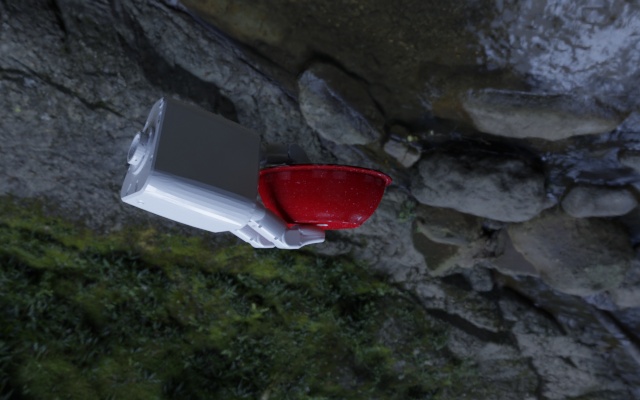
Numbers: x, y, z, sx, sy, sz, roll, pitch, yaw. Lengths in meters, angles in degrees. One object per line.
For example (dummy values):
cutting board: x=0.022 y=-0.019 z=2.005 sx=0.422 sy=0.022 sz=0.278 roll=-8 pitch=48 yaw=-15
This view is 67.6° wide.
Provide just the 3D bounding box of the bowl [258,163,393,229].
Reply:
bowl: x=0.001 y=0.002 z=0.544 sx=0.162 sy=0.055 sz=0.162 roll=1 pitch=-8 yaw=0
